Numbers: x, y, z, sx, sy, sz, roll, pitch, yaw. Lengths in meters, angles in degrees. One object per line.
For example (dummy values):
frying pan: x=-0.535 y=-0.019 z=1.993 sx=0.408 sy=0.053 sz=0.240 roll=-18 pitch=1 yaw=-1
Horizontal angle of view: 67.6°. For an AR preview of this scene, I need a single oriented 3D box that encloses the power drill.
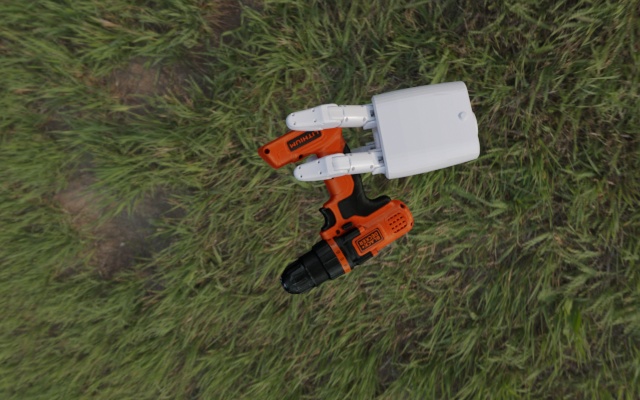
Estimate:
power drill: x=0.000 y=0.001 z=0.586 sx=0.184 sy=0.188 sz=0.057 roll=-31 pitch=11 yaw=-9
